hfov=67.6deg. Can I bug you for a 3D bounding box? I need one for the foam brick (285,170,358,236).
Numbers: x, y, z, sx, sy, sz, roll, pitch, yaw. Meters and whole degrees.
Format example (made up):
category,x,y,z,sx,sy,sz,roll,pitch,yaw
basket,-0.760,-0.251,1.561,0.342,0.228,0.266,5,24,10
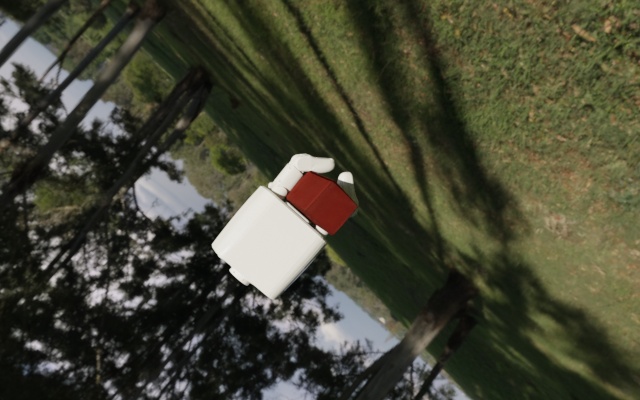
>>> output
category,x,y,z,sx,sy,sz,roll,pitch,yaw
foam brick,0.000,0.002,0.612,0.053,0.051,0.078,45,-8,-26
